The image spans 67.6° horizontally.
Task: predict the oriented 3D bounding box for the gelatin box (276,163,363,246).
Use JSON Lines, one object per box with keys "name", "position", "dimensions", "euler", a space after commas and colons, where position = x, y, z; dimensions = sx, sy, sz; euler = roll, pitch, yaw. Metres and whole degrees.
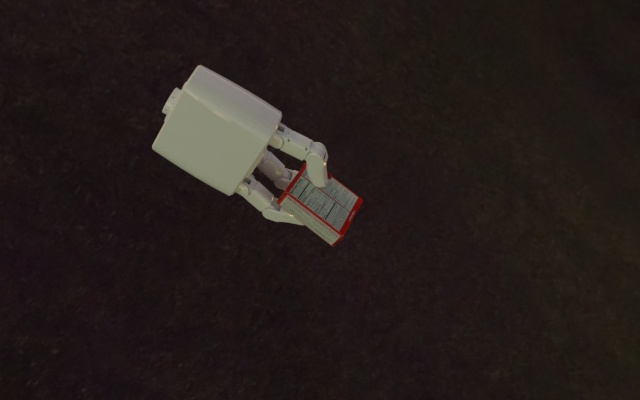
{"name": "gelatin box", "position": [0.001, 0.002, 0.591], "dimensions": [0.030, 0.089, 0.073], "euler": [-49, 6, 45]}
